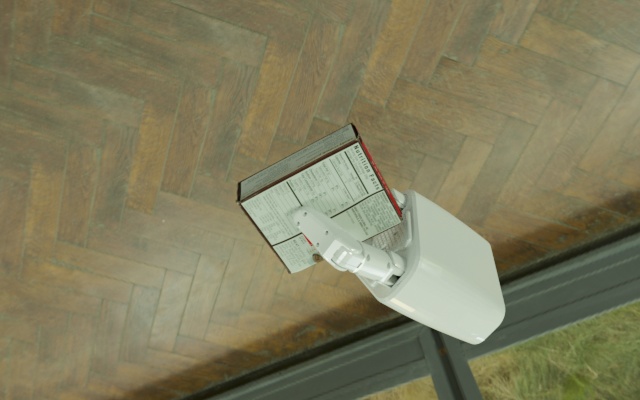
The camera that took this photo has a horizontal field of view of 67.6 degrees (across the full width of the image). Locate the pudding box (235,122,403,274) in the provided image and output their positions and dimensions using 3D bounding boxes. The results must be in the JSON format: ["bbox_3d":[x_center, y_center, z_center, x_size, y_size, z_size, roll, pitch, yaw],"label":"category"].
[{"bbox_3d":[0.000,0.001,0.401,0.113,0.090,0.039,-27,28,8],"label":"pudding box"}]
